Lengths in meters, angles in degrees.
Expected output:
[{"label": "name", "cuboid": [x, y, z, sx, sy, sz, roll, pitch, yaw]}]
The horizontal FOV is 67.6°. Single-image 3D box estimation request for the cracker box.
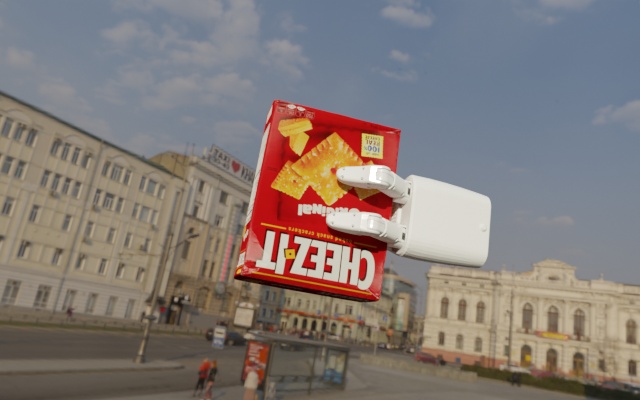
[{"label": "cracker box", "cuboid": [0.000, 0.002, 0.573, 0.164, 0.213, 0.072, 13, -15, -12]}]
